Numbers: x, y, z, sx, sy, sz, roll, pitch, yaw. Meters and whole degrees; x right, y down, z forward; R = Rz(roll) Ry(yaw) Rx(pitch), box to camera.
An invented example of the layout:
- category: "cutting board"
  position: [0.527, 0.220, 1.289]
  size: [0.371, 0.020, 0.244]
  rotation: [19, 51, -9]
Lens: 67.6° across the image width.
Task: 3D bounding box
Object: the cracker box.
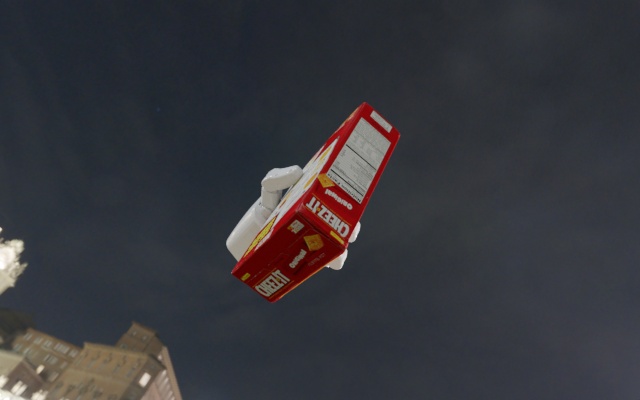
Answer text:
- category: "cracker box"
  position: [0.000, 0.002, 0.579]
  size: [0.072, 0.213, 0.164]
  rotation: [38, -44, -8]
